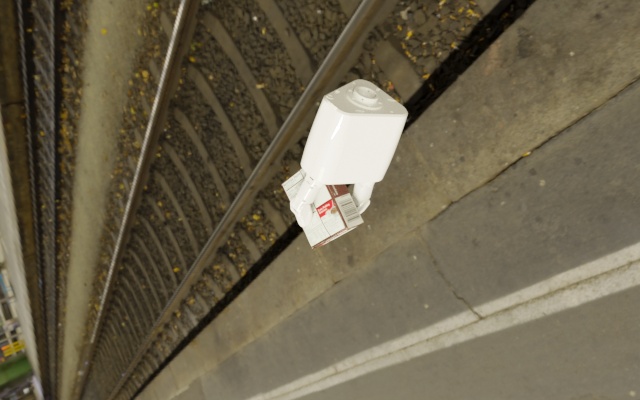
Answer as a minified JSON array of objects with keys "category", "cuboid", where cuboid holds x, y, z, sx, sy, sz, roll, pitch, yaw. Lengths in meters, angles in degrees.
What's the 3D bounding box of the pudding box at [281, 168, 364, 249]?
[{"category":"pudding box","cuboid":[0.000,0.002,0.692,0.039,0.113,0.090,-17,-11,-41]}]
